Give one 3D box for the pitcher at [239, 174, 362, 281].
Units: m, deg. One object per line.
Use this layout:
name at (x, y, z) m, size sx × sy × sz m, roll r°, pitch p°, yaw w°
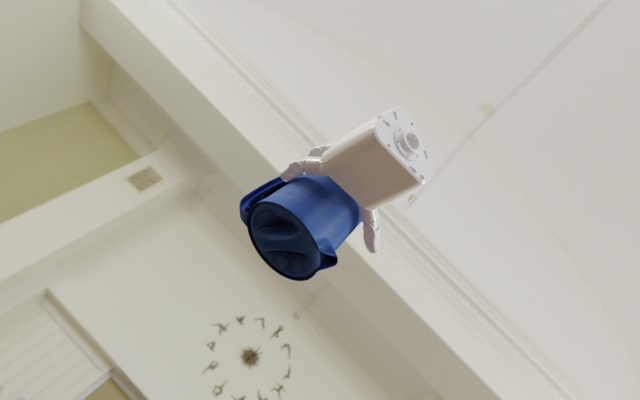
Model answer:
pitcher at (0.000, 0.002, 0.762) m, size 0.145 × 0.149 × 0.242 m, roll -27°, pitch 9°, yaw 46°
